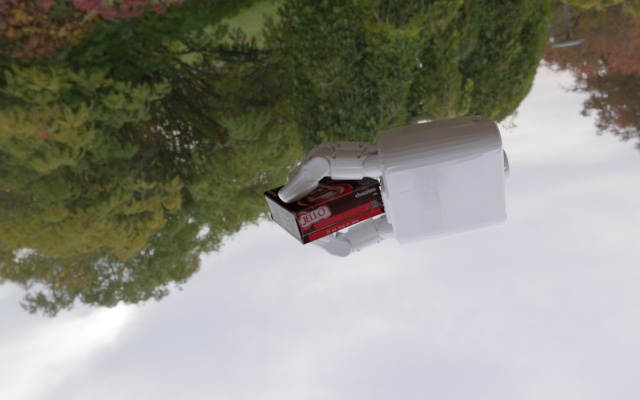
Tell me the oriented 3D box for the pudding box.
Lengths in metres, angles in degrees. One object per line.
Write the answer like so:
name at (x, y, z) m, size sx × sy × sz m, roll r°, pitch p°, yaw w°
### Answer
pudding box at (0.000, 0.002, 0.489) m, size 0.090 × 0.039 × 0.113 m, roll -19°, pitch 15°, yaw -17°
